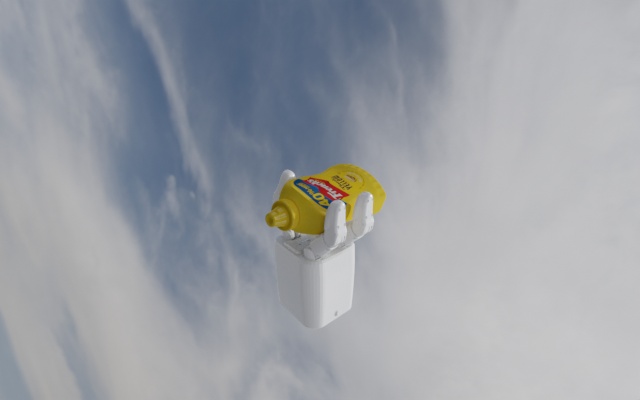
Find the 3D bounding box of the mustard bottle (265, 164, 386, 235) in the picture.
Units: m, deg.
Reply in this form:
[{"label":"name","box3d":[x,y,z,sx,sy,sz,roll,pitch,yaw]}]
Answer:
[{"label":"mustard bottle","box3d":[0.000,0.002,0.658,0.096,0.058,0.191,40,38,26]}]
